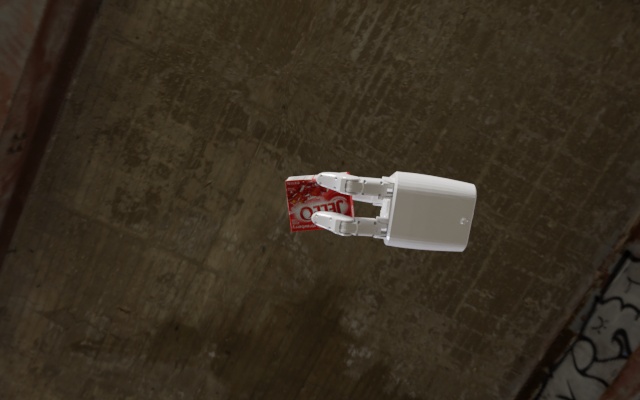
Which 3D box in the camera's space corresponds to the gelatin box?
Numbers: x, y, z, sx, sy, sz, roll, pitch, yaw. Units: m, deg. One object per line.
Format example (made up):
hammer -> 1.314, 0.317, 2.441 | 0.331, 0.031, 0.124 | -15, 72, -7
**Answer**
gelatin box -> 0.000, 0.002, 0.660 | 0.089, 0.073, 0.030 | -4, 13, 10
